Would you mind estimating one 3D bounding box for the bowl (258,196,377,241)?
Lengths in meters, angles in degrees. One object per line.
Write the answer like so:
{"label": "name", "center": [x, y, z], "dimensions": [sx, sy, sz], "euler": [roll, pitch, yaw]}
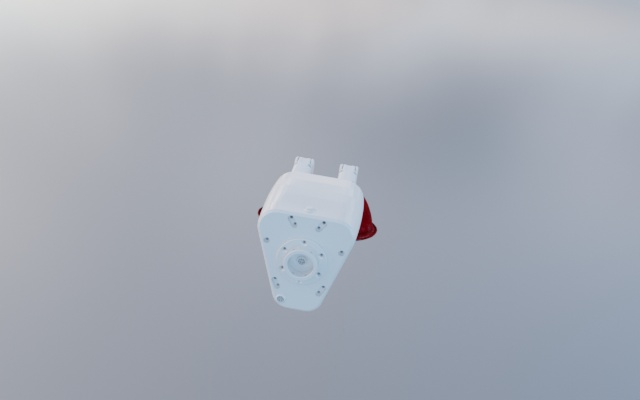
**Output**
{"label": "bowl", "center": [0.000, 0.001, 0.637], "dimensions": [0.162, 0.055, 0.162], "euler": [8, 13, -2]}
